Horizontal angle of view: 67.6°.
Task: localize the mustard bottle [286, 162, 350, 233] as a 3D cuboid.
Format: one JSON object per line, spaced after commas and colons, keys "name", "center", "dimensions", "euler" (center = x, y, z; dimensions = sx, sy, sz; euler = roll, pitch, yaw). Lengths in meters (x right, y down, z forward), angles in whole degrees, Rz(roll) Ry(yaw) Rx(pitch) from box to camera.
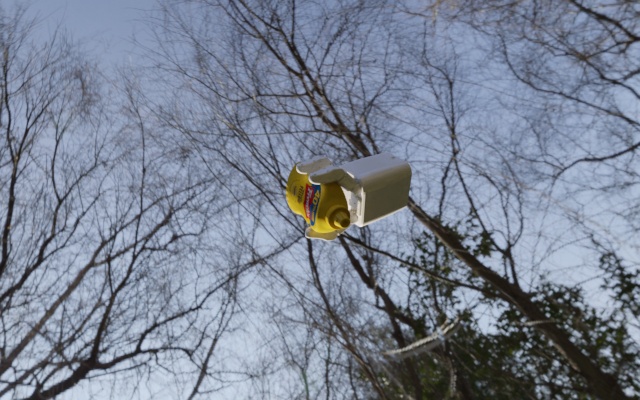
{"name": "mustard bottle", "center": [0.000, 0.003, 0.840], "dimensions": [0.058, 0.096, 0.191], "euler": [3, 19, -28]}
